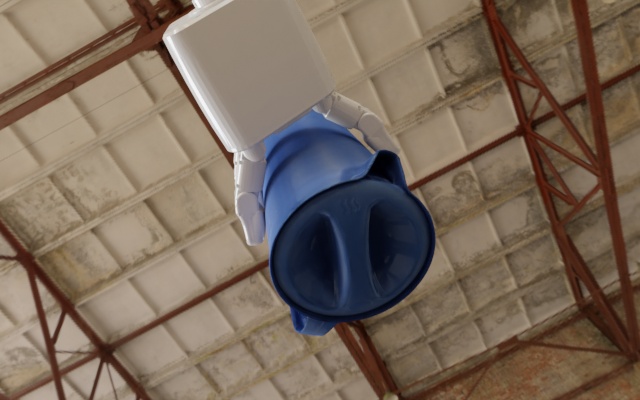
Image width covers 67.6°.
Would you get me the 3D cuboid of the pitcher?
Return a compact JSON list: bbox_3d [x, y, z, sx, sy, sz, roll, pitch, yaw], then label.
[{"bbox_3d":[0.000,0.001,0.473,0.149,0.145,0.242,-29,29,3],"label":"pitcher"}]
